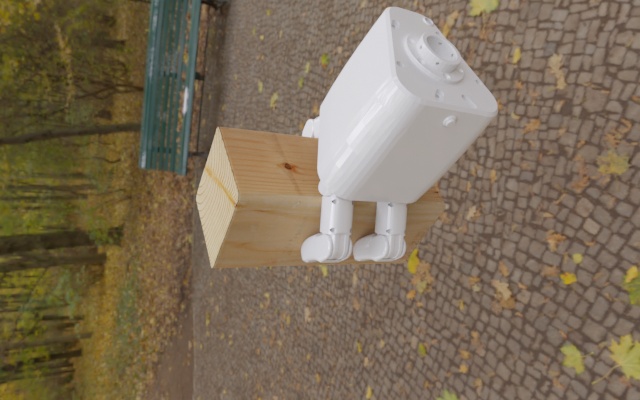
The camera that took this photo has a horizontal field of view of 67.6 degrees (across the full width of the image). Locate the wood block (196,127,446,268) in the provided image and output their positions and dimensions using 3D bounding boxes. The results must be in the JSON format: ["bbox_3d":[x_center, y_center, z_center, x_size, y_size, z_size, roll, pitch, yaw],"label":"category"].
[{"bbox_3d":[0.000,0.001,0.454,0.206,0.090,0.090,3,43,-29],"label":"wood block"}]
